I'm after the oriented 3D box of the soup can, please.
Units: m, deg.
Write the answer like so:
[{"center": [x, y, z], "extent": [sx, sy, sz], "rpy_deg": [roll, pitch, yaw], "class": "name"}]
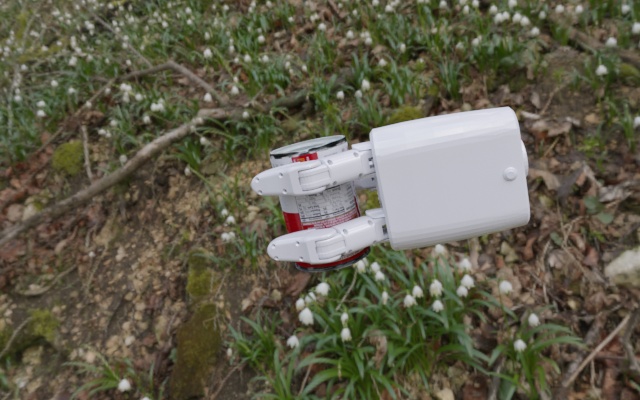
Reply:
[{"center": [0.000, 0.001, 0.409], "extent": [0.068, 0.102, 0.068], "rpy_deg": [-12, 13, 3], "class": "soup can"}]
